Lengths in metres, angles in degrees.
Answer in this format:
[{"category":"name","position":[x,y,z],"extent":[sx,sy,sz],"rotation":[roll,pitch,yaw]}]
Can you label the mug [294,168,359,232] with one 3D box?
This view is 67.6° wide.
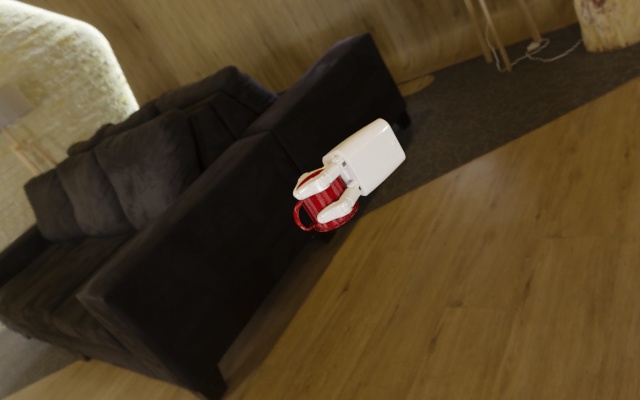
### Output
[{"category":"mug","position":[-0.001,0.004,0.853],"extent":[0.117,0.081,0.093],"rotation":[-40,24,-17]}]
